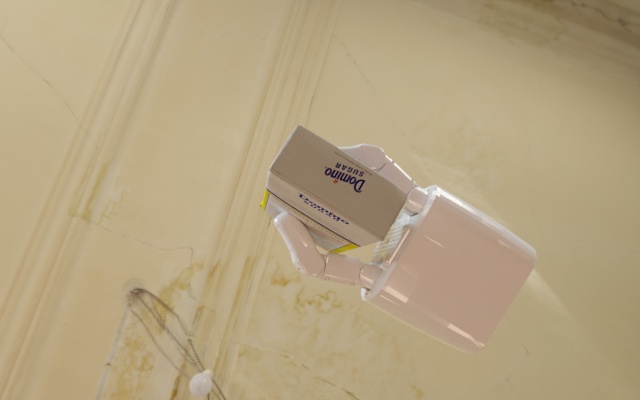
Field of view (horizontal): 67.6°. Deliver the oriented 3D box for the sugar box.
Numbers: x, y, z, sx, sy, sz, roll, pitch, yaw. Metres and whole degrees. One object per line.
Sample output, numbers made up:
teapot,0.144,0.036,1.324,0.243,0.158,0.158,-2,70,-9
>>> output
sugar box,0.000,0.001,0.404,0.093,0.048,0.176,32,-15,-4
